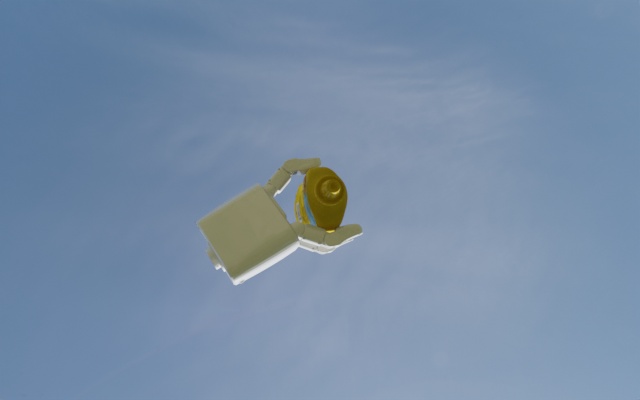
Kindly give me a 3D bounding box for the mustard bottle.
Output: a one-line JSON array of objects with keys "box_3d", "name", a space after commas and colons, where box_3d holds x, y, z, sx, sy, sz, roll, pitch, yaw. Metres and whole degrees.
[{"box_3d": [0.000, 0.002, 0.709, 0.058, 0.096, 0.192, -8, -11, -11], "name": "mustard bottle"}]
